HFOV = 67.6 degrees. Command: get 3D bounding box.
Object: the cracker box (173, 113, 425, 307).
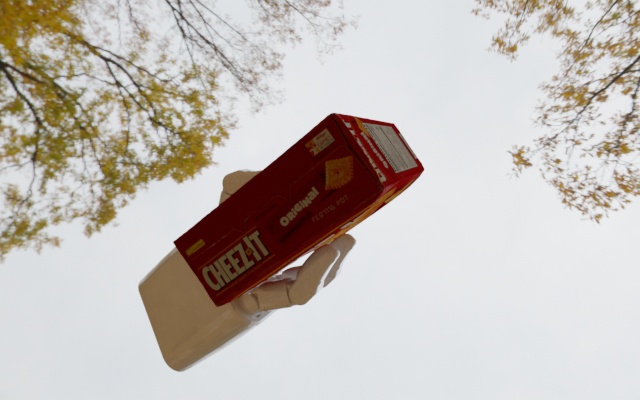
[{"bbox_3d":[0.000,0.001,0.434,0.164,0.072,0.213,-37,-6,20],"label":"cracker box"}]
